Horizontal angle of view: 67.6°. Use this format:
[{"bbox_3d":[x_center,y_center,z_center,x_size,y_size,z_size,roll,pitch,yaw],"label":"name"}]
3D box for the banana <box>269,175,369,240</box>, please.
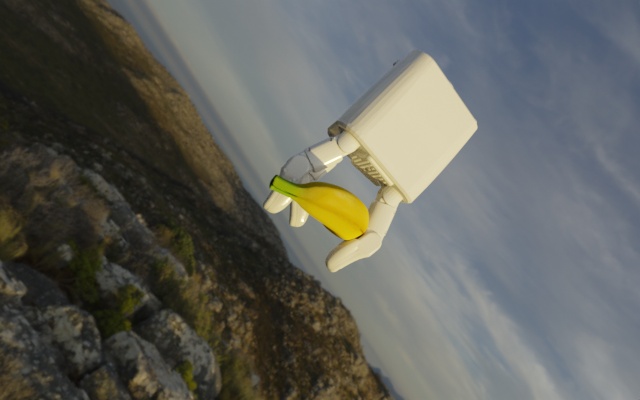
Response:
[{"bbox_3d":[0.015,0.010,0.450,0.069,0.037,0.198,32,-4,16],"label":"banana"}]
